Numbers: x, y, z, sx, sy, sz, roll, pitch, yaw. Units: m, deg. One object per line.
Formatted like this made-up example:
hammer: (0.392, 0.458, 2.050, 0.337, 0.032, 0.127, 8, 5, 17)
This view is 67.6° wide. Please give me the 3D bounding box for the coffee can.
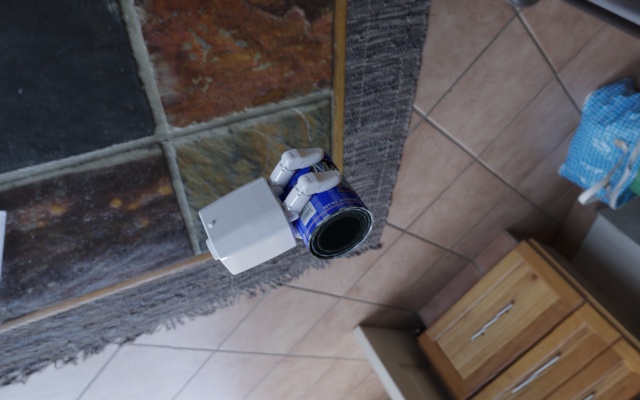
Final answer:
coffee can: (0.000, 0.002, 0.705, 0.103, 0.103, 0.140, 0, 40, -34)
